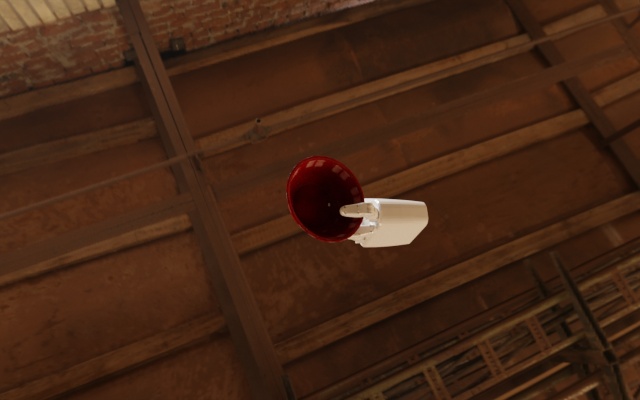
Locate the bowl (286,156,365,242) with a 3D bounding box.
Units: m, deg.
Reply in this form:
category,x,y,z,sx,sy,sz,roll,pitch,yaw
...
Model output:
category,x,y,z,sx,sy,sz,roll,pitch,yaw
bowl,-0.001,0.003,0.871,0.162,0.162,0.055,0,-17,-31
